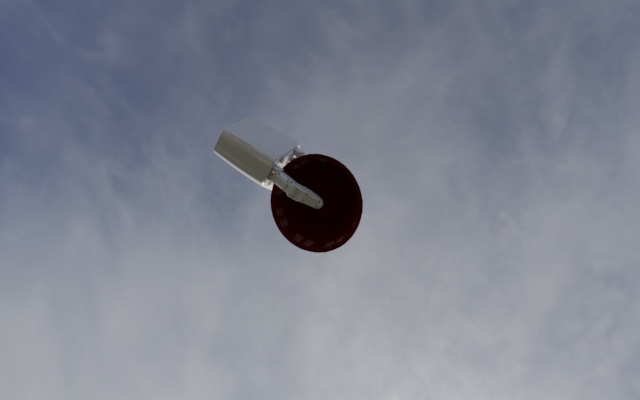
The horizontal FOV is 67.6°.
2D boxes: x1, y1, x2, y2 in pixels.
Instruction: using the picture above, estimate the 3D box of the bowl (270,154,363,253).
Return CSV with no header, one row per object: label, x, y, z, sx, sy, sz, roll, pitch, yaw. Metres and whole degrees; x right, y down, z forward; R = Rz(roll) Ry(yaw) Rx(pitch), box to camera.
bowl,0.001,0.004,0.796,0.162,0.162,0.055,0,6,22
